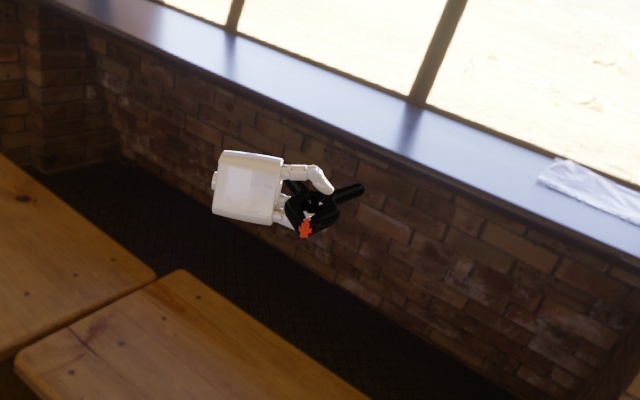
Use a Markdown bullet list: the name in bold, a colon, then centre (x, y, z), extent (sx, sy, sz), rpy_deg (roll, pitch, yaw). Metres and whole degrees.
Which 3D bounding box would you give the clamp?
- **clamp**: centre (0.000, 0.002, 0.844), extent (0.164, 0.036, 0.210), rpy_deg (8, 27, -2)
